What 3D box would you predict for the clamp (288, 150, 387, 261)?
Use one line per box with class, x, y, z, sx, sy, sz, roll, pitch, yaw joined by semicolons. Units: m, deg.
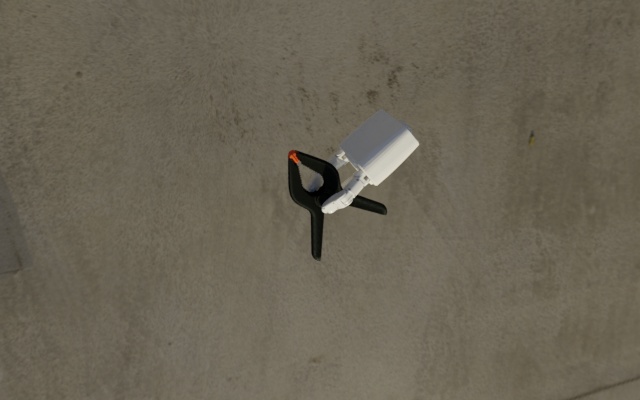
clamp;0.000;0.003;0.860;0.164;0.210;0.036;-42;21;4
